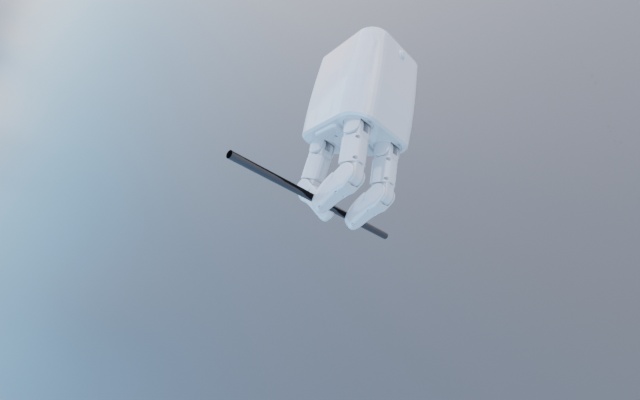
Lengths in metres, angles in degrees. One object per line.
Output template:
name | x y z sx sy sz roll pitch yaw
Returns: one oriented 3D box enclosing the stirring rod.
stirring rod | 0.000 0.002 0.486 0.011 0.011 0.239 0 -20 43
